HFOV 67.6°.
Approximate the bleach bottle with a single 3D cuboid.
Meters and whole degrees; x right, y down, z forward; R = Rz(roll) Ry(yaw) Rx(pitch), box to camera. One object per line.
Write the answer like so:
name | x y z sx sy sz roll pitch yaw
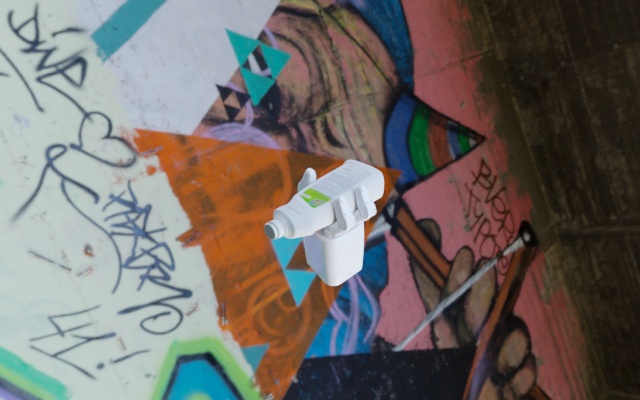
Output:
bleach bottle | 0.000 0.003 0.855 0.250 0.068 0.102 -27 36 -37
